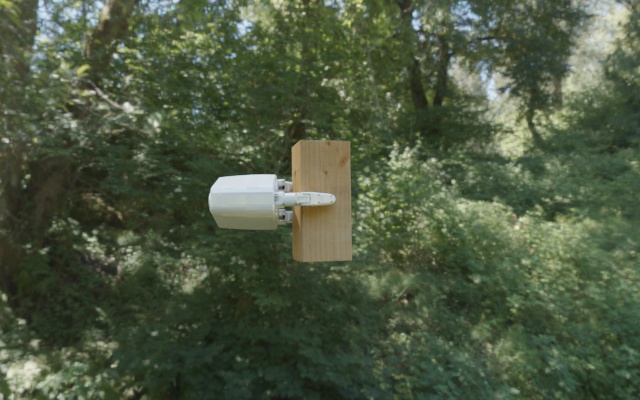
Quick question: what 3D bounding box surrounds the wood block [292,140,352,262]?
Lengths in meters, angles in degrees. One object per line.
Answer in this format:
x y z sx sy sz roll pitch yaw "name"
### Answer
0.000 0.003 0.849 0.090 0.206 0.091 0 -3 -13 "wood block"
